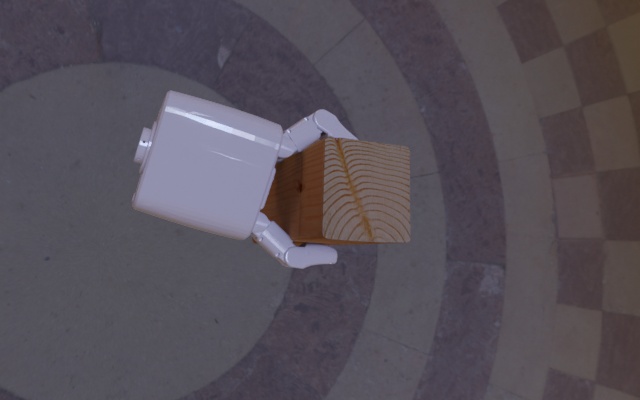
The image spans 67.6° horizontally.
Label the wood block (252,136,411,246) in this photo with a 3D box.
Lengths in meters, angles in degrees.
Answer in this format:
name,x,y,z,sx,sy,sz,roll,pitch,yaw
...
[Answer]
name,x,y,z,sx,sy,sz,roll,pitch,yaw
wood block,0.000,0.002,0.511,0.090,0.091,0.206,4,-7,-24
